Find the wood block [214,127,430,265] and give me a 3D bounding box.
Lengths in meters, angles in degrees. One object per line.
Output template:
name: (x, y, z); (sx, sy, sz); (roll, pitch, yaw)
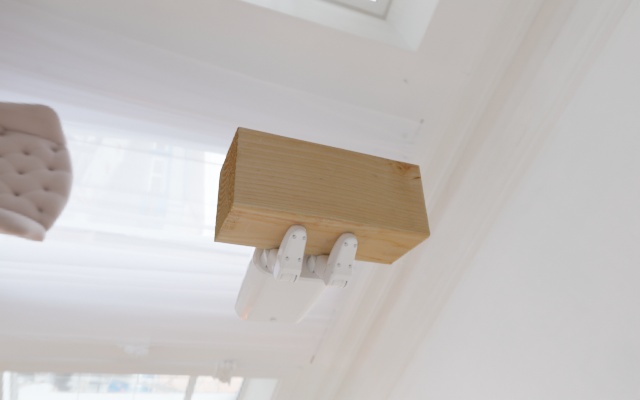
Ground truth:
wood block: (0.000, 0.002, 0.511); (0.206, 0.090, 0.090); (10, -32, -20)
